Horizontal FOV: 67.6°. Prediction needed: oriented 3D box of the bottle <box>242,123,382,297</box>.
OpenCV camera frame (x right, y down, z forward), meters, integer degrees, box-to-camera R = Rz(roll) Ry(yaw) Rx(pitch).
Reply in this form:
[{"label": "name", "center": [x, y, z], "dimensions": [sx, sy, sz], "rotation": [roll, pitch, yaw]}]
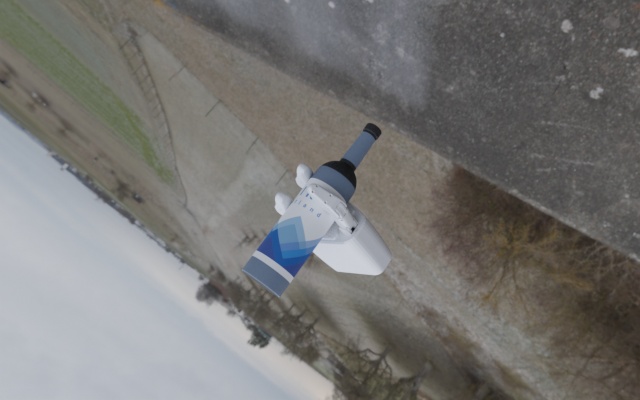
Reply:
[{"label": "bottle", "center": [0.000, 0.002, 0.707], "dimensions": [0.069, 0.295, 0.069], "rotation": [34, -15, 10]}]
